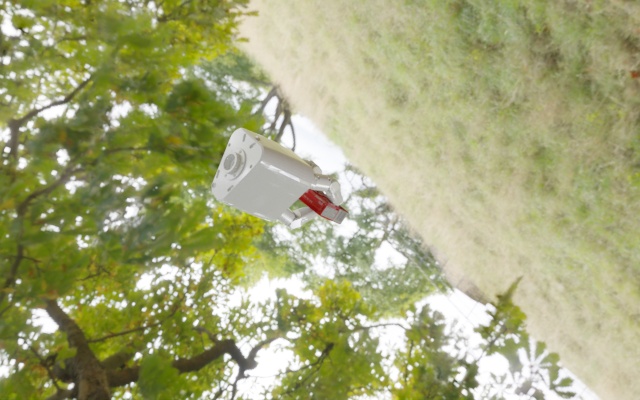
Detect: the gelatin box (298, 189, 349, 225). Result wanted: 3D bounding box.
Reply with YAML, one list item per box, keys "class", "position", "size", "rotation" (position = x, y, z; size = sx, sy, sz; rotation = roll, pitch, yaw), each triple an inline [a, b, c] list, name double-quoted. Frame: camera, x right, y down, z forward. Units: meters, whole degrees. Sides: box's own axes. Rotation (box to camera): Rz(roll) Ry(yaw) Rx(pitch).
- class: "gelatin box"
  position: [0.000, 0.003, 0.824]
  size: [0.073, 0.030, 0.089]
  rotation: [39, 6, 29]
